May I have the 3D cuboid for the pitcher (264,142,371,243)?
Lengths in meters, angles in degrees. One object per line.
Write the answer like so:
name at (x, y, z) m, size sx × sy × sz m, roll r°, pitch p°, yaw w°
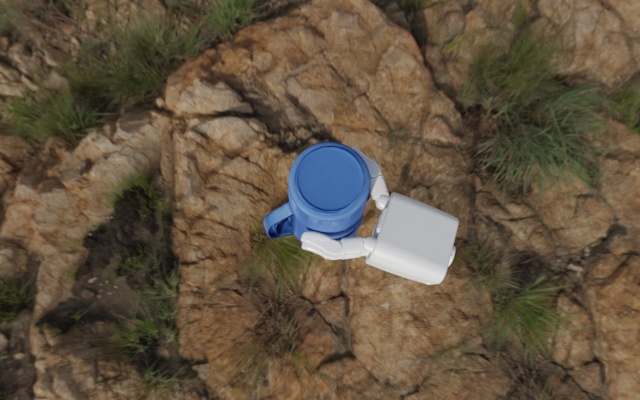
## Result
pitcher at (0.000, 0.002, 0.730) m, size 0.145 × 0.149 × 0.243 m, roll 23°, pitch -11°, yaw 4°
